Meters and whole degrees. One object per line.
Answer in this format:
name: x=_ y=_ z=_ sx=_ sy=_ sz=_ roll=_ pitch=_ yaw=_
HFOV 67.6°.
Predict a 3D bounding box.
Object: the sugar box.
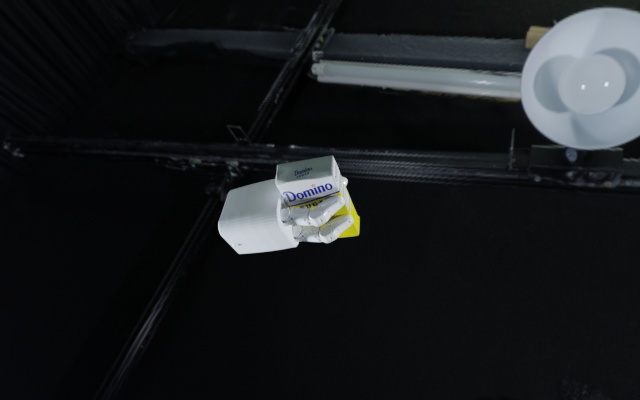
sugar box: x=0.000 y=0.003 z=0.783 sx=0.093 sy=0.048 sz=0.176 roll=-9 pitch=-34 yaw=15
